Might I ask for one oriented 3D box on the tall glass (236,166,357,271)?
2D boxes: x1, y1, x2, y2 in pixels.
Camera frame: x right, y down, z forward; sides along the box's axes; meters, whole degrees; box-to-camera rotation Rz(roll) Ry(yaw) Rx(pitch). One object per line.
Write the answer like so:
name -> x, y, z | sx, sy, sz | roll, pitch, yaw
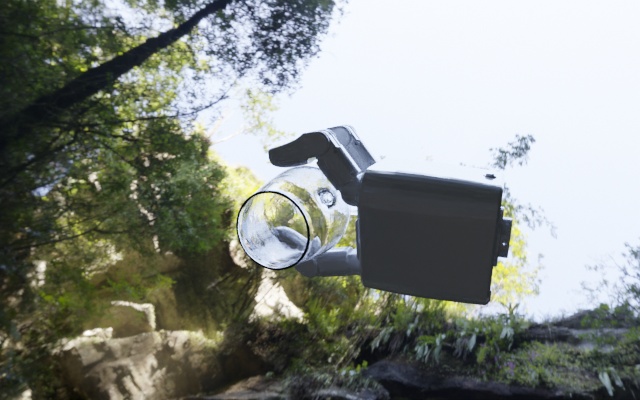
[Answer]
tall glass -> 0.000, 0.001, 0.443 | 0.079, 0.079, 0.201 | 0, 13, 22
